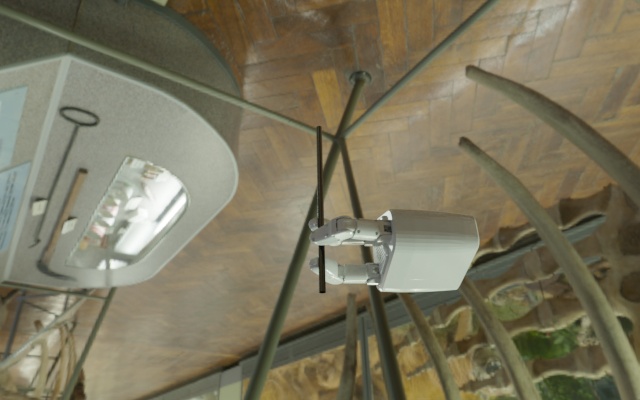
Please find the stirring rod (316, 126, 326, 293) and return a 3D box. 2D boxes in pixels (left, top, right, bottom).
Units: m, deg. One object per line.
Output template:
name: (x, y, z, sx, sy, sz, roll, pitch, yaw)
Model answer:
stirring rod: (0.000, 0.002, 0.613, 0.011, 0.239, 0.011, -1, -29, 0)
